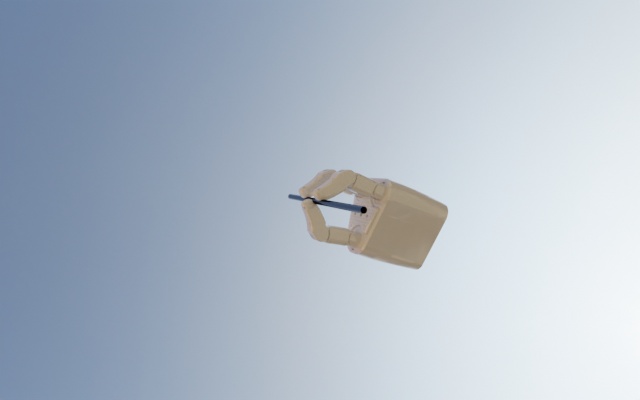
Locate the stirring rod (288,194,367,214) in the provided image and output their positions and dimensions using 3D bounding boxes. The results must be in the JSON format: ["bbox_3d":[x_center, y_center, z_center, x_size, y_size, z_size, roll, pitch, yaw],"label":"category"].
[{"bbox_3d":[0.000,0.002,0.611,0.011,0.011,0.239,0,4,-22],"label":"stirring rod"}]
